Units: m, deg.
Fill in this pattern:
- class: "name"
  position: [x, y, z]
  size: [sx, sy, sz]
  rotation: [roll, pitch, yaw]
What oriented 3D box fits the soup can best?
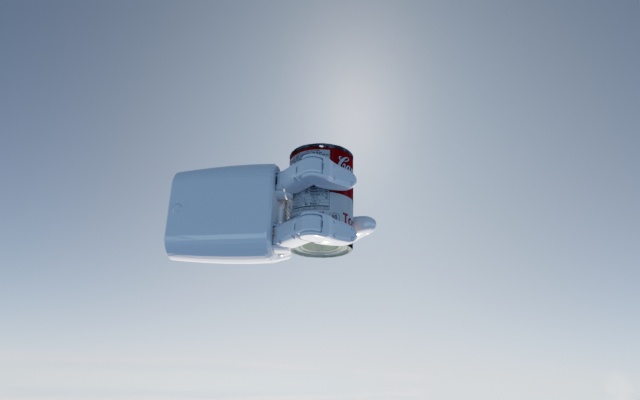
- class: "soup can"
  position: [0.001, 0.002, 0.489]
  size: [0.068, 0.102, 0.068]
  rotation: [1, -21, 0]
